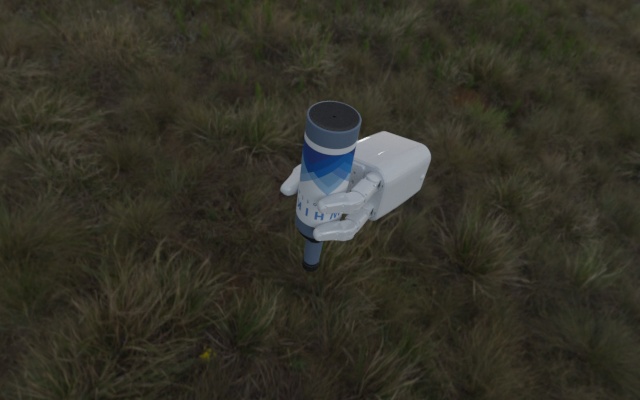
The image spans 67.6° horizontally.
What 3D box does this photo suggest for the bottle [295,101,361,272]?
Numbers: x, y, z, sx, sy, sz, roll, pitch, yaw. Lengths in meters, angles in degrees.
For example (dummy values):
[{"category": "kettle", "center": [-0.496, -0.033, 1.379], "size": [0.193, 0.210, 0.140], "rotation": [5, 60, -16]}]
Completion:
[{"category": "bottle", "center": [0.000, 0.002, 0.678], "size": [0.069, 0.296, 0.069], "rotation": [5, 45, -5]}]
